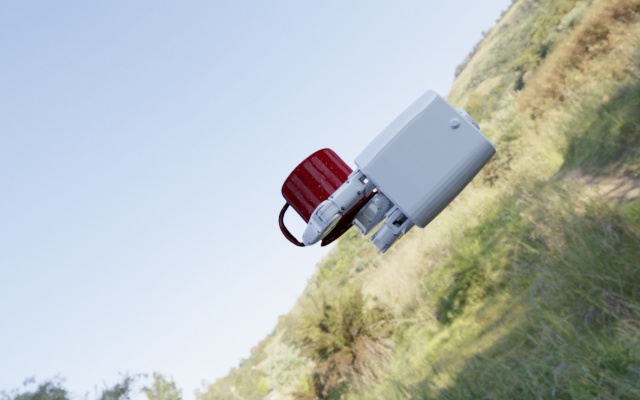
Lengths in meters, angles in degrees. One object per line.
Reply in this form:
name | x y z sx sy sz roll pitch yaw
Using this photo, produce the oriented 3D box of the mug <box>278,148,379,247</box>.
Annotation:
mug | -0.001 0.003 0.556 0.117 0.081 0.093 -44 -12 6
